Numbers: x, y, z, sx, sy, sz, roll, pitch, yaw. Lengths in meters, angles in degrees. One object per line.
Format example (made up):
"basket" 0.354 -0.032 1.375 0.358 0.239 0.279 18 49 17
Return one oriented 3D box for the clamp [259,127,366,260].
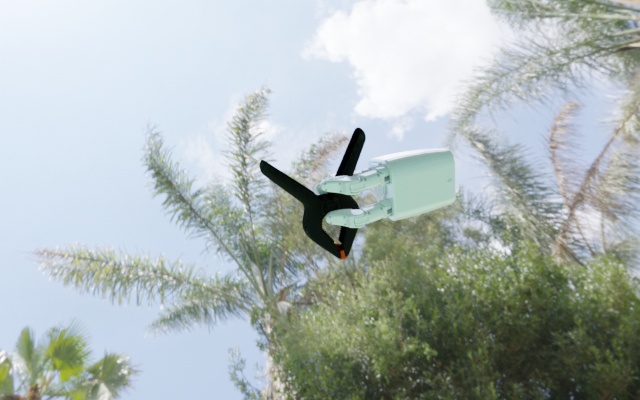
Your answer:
"clamp" 0.000 0.003 0.742 0.164 0.210 0.036 -13 25 -10
